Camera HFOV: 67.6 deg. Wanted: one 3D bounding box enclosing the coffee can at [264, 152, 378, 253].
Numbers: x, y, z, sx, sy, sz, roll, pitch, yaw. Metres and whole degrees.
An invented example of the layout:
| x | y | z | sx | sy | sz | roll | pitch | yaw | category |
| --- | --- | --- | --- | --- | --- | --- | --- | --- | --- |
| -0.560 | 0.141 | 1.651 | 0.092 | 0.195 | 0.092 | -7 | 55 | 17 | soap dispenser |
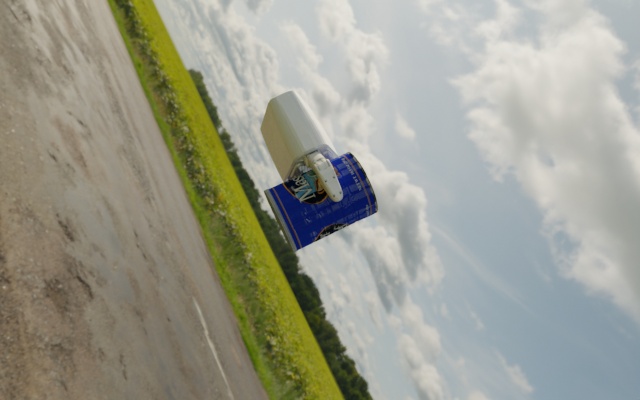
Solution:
| x | y | z | sx | sy | sz | roll | pitch | yaw | category |
| --- | --- | --- | --- | --- | --- | --- | --- | --- | --- |
| 0.000 | 0.003 | 0.714 | 0.140 | 0.103 | 0.103 | -25 | 3 | -7 | coffee can |
